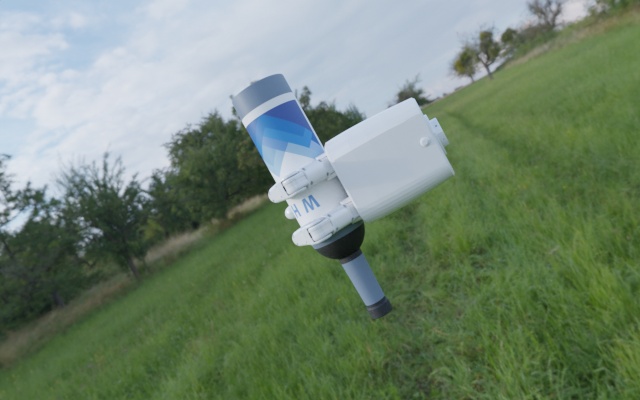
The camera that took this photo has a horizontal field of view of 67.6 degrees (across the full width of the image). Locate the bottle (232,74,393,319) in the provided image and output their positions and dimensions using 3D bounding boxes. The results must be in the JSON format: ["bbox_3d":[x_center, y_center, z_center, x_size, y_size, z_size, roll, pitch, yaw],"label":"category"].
[{"bbox_3d":[0.000,0.002,0.547,0.069,0.296,0.069,-29,2,1],"label":"bottle"}]
